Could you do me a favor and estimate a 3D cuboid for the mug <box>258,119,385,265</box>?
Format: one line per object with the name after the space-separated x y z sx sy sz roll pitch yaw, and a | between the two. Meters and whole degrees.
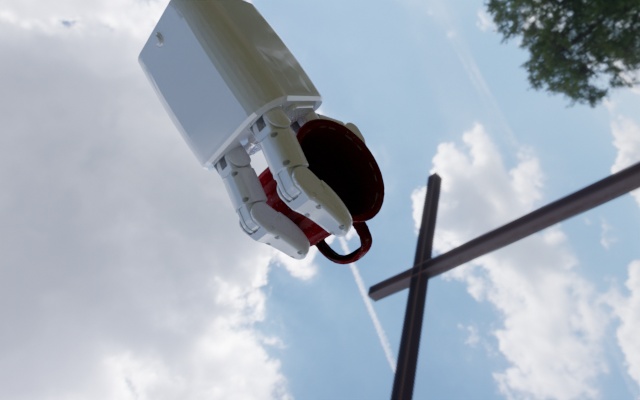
0.001 0.003 0.408 0.081 0.117 0.093 -35 -4 42 | mug
